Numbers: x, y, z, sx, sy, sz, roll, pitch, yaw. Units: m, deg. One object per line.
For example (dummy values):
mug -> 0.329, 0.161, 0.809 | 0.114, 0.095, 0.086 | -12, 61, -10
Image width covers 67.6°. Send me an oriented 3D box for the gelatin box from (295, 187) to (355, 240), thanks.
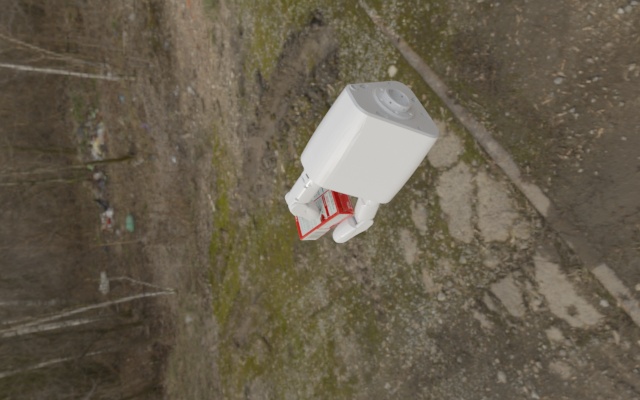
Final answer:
gelatin box -> 0.000, 0.002, 0.626 | 0.030, 0.073, 0.089 | 4, -29, -39
